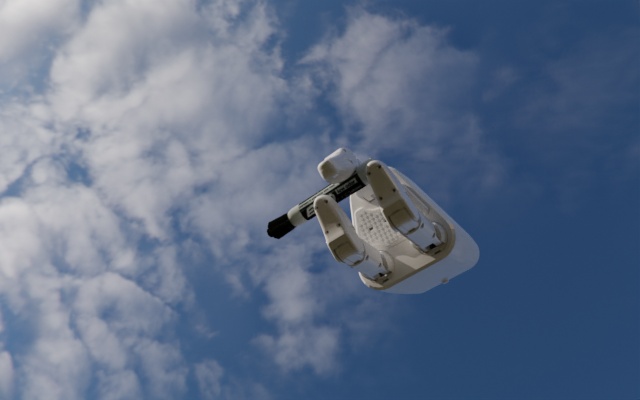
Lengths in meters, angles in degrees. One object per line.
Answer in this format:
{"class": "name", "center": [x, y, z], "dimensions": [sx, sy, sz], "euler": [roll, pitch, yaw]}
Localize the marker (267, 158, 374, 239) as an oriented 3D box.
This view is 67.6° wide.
{"class": "marker", "center": [0.000, 0.001, 0.426], "dimensions": [0.121, 0.020, 0.020], "euler": [-32, -13, 21]}
